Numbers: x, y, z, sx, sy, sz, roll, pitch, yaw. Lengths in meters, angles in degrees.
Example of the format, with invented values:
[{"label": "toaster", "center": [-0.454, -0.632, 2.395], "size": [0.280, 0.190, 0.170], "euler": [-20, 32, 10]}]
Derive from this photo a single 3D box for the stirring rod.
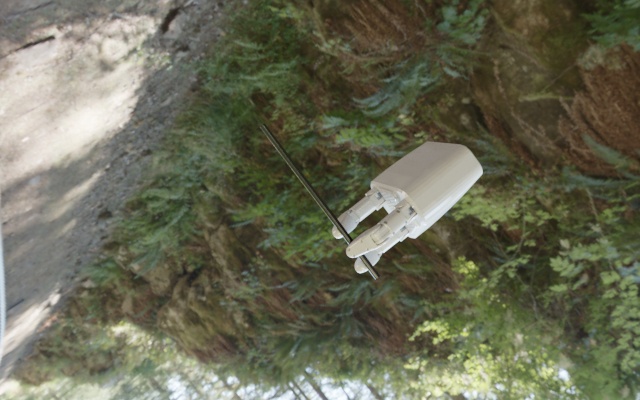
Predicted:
[{"label": "stirring rod", "center": [0.000, 0.002, 0.600], "size": [0.011, 0.239, 0.011], "euler": [-37, 3, 2]}]
